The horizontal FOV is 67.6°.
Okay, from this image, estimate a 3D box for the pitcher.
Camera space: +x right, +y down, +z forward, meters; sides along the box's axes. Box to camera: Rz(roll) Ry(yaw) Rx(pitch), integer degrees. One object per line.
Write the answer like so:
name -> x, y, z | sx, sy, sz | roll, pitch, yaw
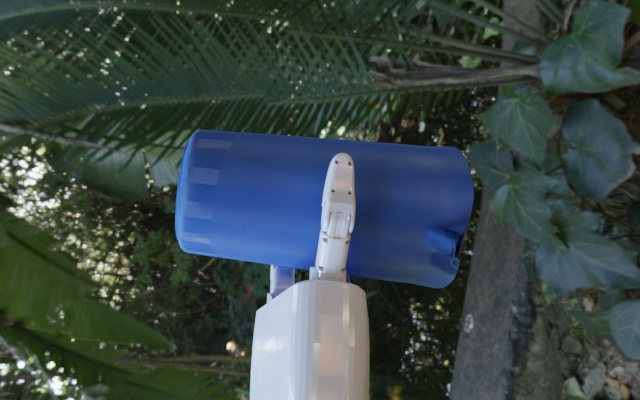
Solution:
pitcher -> 0.000, 0.002, 0.442 | 0.243, 0.145, 0.149 | 6, -29, -9
